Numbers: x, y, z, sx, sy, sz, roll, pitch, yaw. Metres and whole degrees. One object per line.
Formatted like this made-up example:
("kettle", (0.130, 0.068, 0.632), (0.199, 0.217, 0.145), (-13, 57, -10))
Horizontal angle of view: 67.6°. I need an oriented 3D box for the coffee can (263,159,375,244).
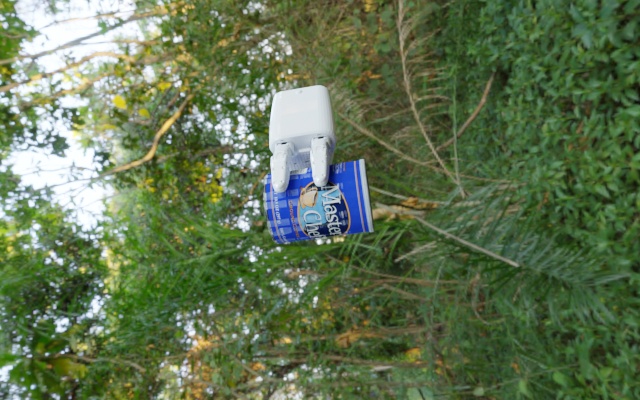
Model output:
("coffee can", (0.000, 0.002, 0.676), (0.140, 0.103, 0.103), (-8, -1, 7))
